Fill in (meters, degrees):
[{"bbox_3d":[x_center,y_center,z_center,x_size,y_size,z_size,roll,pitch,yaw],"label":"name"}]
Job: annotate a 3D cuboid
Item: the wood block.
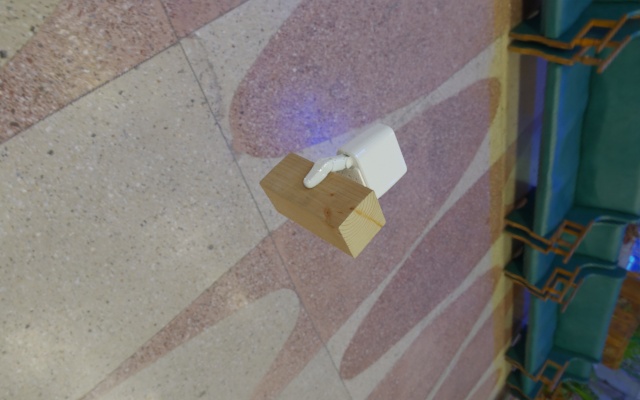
[{"bbox_3d":[0.000,0.002,0.842,0.206,0.090,0.091,28,-25,40],"label":"wood block"}]
